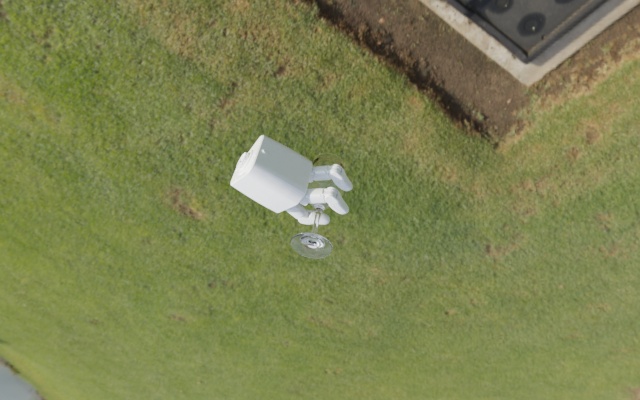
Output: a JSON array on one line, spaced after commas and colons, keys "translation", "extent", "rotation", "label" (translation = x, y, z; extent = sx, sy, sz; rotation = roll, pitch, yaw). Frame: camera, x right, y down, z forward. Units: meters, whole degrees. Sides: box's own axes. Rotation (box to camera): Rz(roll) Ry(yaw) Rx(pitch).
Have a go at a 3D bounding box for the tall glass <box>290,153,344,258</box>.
[{"translation": [0.000, 0.004, 0.883], "extent": [0.079, 0.201, 0.079], "rotation": [7, -39, 6], "label": "tall glass"}]
